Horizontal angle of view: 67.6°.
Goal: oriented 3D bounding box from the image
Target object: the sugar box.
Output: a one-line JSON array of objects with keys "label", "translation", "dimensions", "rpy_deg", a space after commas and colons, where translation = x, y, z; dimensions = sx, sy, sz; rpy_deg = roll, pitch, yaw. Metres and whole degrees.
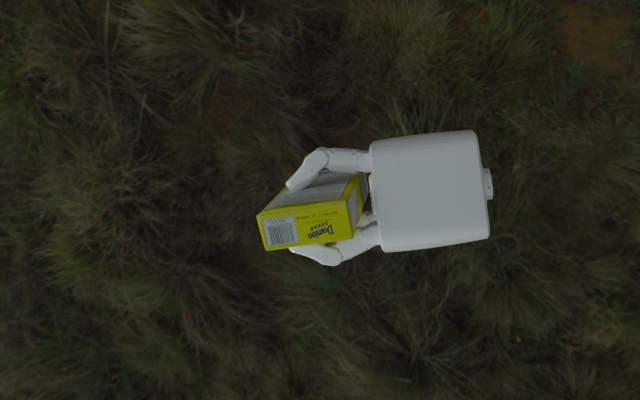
[{"label": "sugar box", "translation": [0.000, 0.002, 0.541], "dimensions": [0.093, 0.048, 0.176], "rpy_deg": [-8, 12, 14]}]
